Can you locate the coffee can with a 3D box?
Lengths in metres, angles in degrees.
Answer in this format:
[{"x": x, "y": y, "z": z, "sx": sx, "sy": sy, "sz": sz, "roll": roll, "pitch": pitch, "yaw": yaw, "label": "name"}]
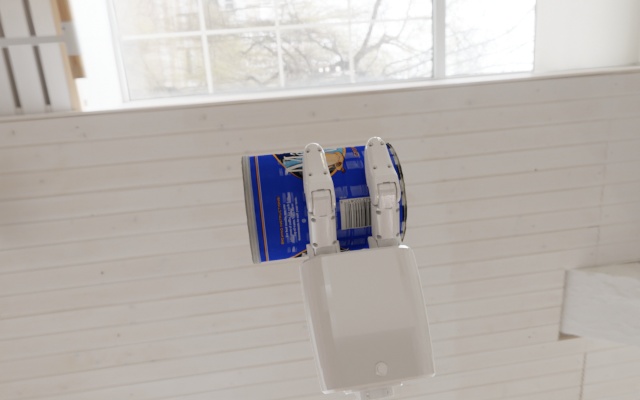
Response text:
[{"x": 0.000, "y": 0.001, "z": 0.460, "sx": 0.140, "sy": 0.103, "sz": 0.103, "roll": -6, "pitch": 1, "yaw": -7, "label": "coffee can"}]
